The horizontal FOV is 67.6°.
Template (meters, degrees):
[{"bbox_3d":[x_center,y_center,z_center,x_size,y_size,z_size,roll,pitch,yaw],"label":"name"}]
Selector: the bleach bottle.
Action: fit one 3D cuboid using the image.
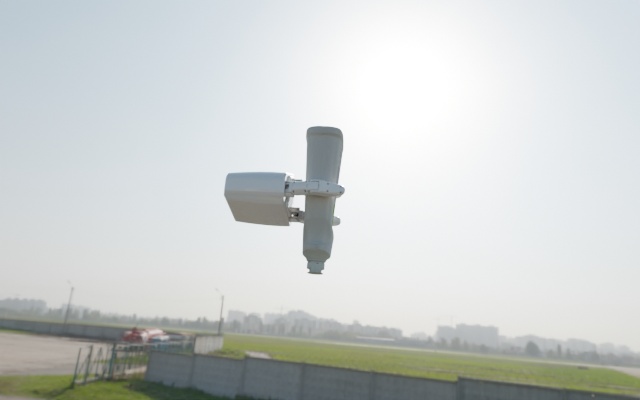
[{"bbox_3d":[0.000,0.003,0.844,0.068,0.250,0.102,3,-16,6],"label":"bleach bottle"}]
